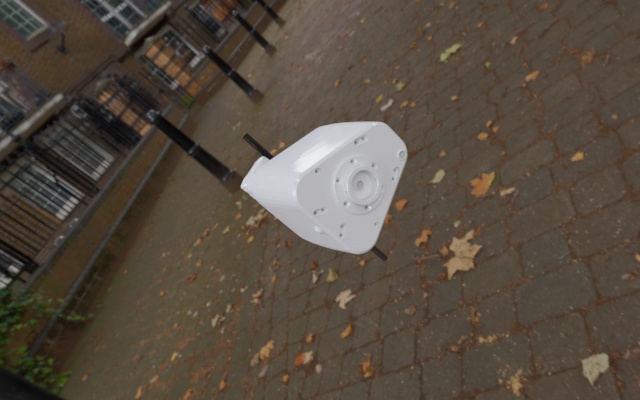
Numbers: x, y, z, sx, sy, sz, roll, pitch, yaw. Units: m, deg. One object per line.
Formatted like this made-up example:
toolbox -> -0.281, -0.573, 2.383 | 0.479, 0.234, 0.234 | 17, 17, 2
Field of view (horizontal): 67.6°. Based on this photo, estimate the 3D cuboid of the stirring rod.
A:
stirring rod -> 0.000, 0.002, 0.576 | 0.239, 0.011, 0.011 | 41, -18, -21
